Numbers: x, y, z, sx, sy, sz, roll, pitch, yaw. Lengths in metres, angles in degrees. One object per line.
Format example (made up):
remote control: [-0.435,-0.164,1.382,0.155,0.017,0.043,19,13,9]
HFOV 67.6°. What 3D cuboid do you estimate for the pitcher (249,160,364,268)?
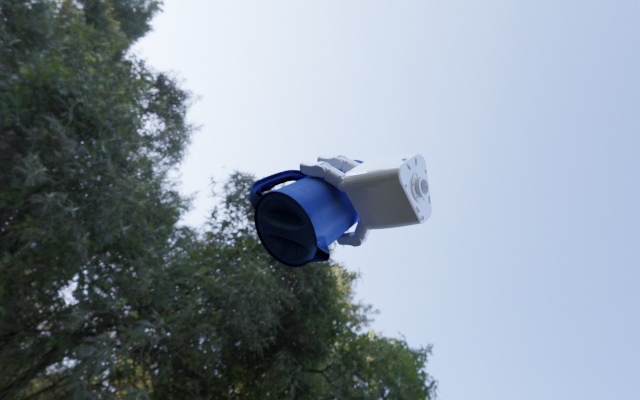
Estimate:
pitcher: [0.000,0.003,0.856,0.145,0.149,0.242,-9,14,41]
